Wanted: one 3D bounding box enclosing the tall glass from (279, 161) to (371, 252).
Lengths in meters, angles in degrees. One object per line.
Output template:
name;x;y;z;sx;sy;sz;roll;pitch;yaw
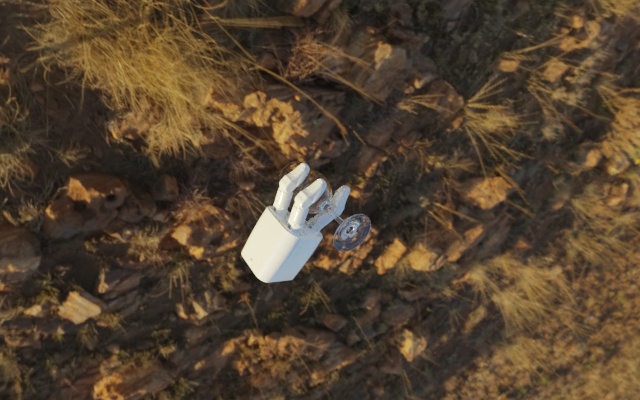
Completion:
tall glass;0.001;0.003;0.845;0.079;0.079;0.201;0;31;-38
